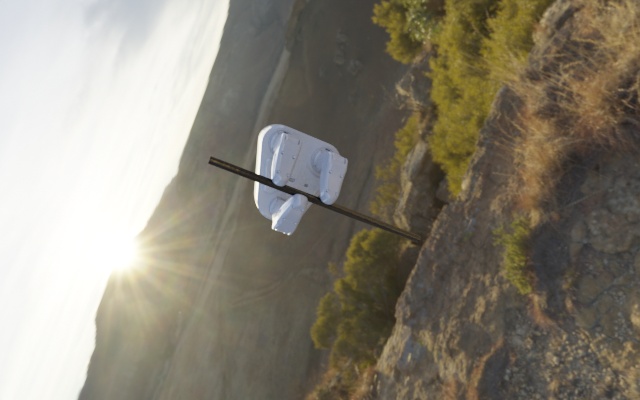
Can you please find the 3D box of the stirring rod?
[{"bbox_3d":[0.000,0.002,0.498,0.239,0.011,0.011,21,-6,-15],"label":"stirring rod"}]
